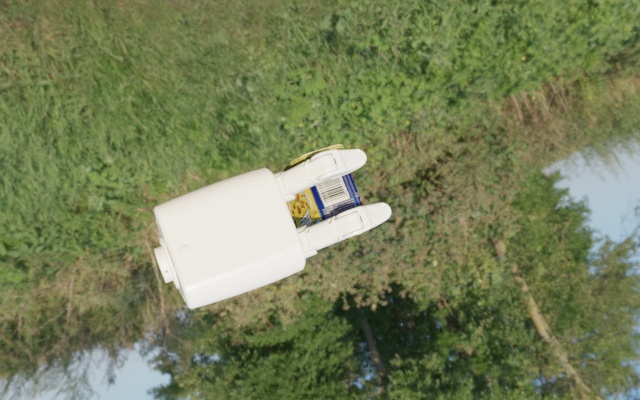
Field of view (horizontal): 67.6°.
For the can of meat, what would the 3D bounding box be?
[{"bbox_3d":[0.000,0.002,0.485,0.057,0.084,0.102,-19,-6,-23],"label":"can of meat"}]
